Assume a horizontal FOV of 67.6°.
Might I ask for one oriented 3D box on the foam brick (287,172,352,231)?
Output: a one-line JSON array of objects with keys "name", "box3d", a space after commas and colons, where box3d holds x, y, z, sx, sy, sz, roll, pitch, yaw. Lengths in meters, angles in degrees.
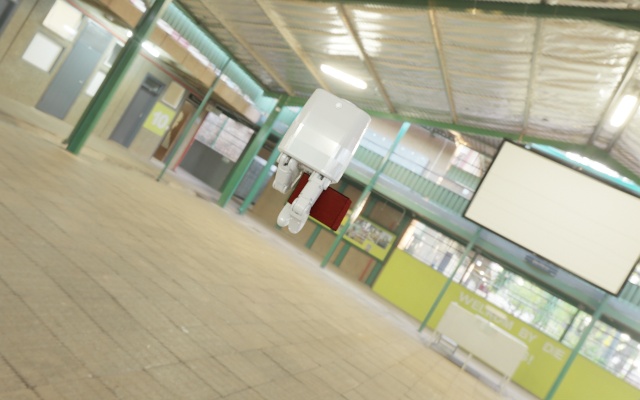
[{"name": "foam brick", "box3d": [0.000, 0.003, 0.697, 0.078, 0.051, 0.053, 31, -3, 11]}]
